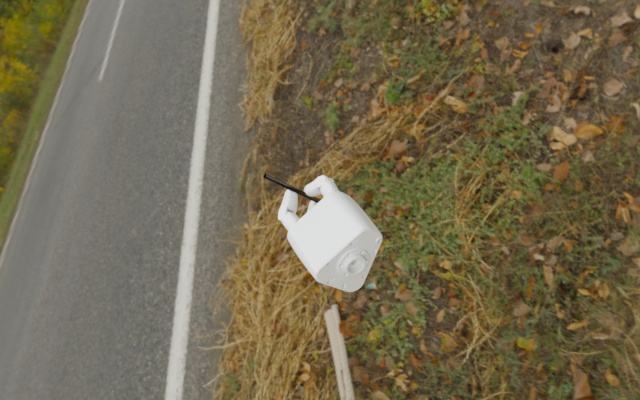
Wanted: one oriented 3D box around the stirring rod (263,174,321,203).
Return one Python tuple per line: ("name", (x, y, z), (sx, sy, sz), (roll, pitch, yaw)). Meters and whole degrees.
("stirring rod", (0.000, 0.003, 0.825), (0.239, 0.011, 0.011), (25, -15, -36))
